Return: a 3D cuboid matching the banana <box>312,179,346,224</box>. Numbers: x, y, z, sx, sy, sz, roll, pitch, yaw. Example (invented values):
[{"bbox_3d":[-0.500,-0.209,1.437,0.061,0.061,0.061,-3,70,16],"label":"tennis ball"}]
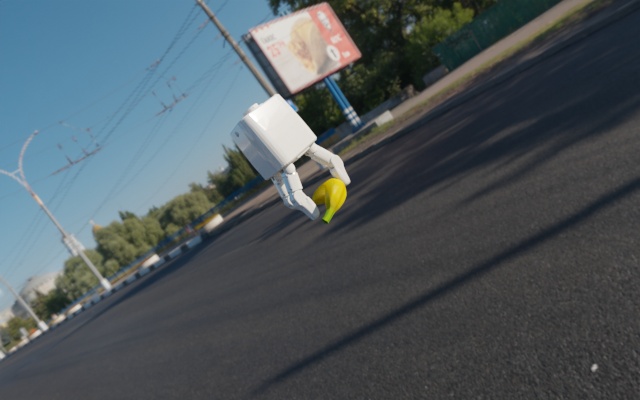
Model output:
[{"bbox_3d":[0.014,-0.010,0.853,0.037,0.069,0.198,45,3,-9],"label":"banana"}]
